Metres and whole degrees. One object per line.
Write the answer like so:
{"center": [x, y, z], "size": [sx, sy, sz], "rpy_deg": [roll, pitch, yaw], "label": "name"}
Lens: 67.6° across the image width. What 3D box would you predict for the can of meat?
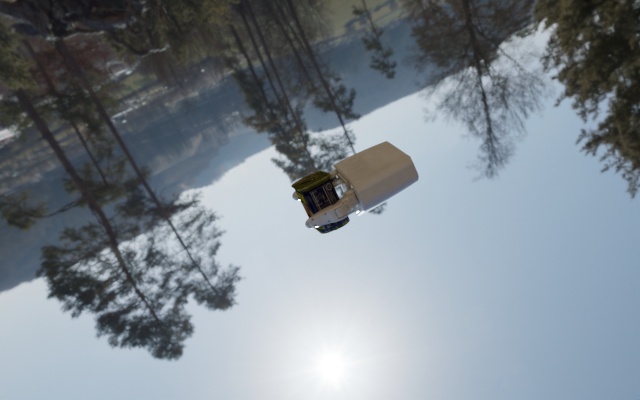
{"center": [0.000, 0.003, 0.780], "size": [0.057, 0.084, 0.102], "rpy_deg": [-28, 12, -8], "label": "can of meat"}
